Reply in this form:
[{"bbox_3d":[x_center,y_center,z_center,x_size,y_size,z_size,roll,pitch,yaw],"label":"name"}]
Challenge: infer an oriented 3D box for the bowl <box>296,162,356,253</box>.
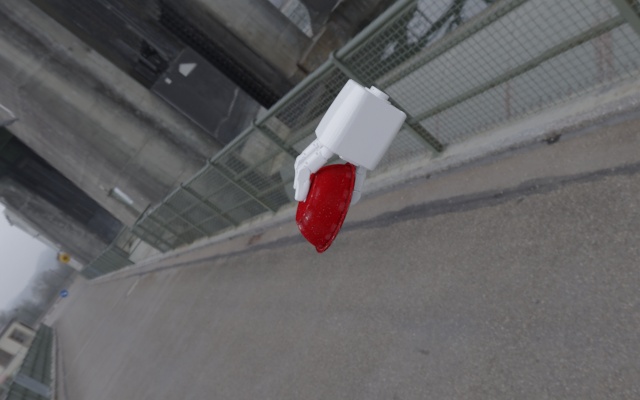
[{"bbox_3d":[-0.001,0.004,0.791,0.055,0.162,0.162,19,-4,-13],"label":"bowl"}]
